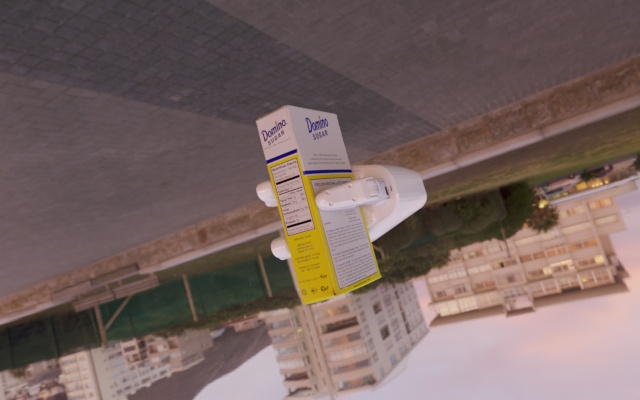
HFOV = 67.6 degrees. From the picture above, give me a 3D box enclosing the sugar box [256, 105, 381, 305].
[{"bbox_3d":[0.000,0.002,0.461,0.048,0.176,0.093,-20,-7,31],"label":"sugar box"}]
